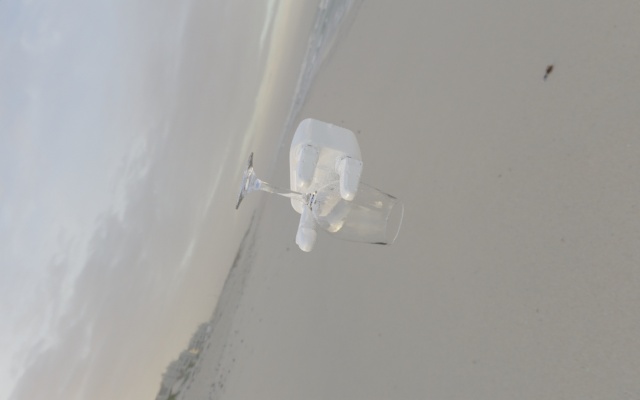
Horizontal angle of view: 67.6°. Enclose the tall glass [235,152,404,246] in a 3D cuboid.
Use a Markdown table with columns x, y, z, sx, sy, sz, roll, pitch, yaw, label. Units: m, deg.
| x | y | z | sx | sy | sz | roll | pitch | yaw | label |
| --- | --- | --- | --- | --- | --- | --- | --- | --- | --- |
| -0.001 | 0.002 | 0.604 | 0.201 | 0.079 | 0.079 | 16 | -2 | -7 | tall glass |
